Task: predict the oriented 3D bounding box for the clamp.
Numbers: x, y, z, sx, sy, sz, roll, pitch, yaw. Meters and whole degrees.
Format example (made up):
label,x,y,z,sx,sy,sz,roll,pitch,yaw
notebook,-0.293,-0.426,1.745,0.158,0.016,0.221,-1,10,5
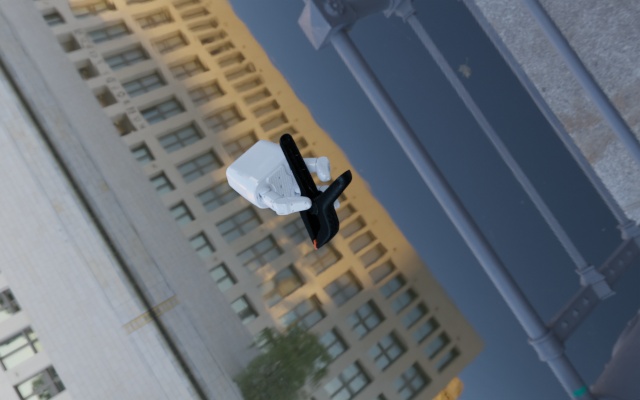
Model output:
label,x,y,z,sx,sy,sz,roll,pitch,yaw
clamp,-0.001,0.003,0.801,0.036,0.210,0.164,-29,38,-28
